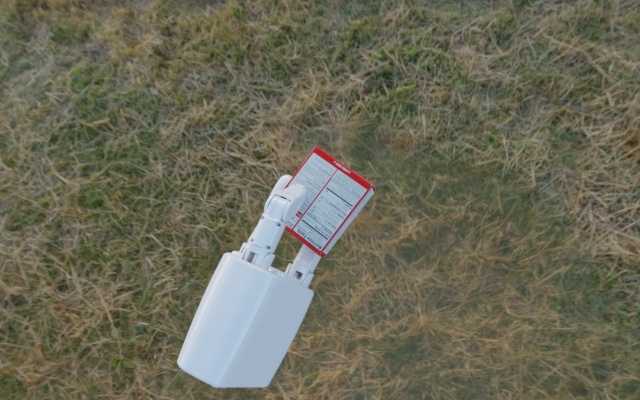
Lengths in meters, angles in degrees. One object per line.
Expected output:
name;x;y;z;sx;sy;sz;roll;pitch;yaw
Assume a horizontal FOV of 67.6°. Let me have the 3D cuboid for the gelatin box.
gelatin box;0.000;0.001;0.486;0.073;0.089;0.030;36;-3;17
